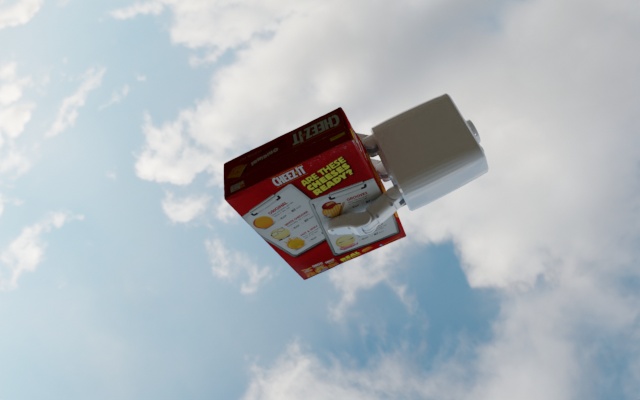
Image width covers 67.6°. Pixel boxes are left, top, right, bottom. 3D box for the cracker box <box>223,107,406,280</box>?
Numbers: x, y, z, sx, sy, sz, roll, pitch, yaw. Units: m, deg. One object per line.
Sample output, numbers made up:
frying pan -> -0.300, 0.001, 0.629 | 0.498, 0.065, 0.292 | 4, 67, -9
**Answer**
cracker box -> 0.000, 0.002, 0.621 | 0.164, 0.072, 0.214 | -24, -42, 11
